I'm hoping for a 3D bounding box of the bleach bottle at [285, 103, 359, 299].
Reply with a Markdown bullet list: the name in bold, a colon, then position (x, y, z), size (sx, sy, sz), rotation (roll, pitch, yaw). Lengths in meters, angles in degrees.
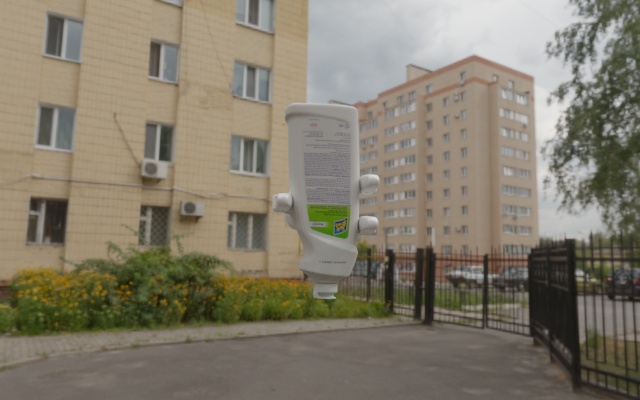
- **bleach bottle**: position (0.000, 0.002, 0.633), size (0.102, 0.251, 0.068), rotation (2, -7, -3)
